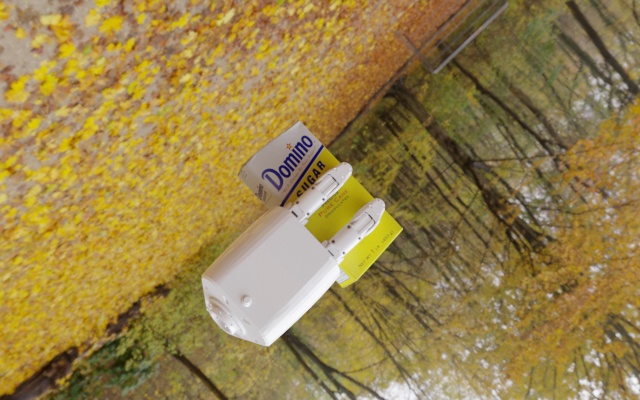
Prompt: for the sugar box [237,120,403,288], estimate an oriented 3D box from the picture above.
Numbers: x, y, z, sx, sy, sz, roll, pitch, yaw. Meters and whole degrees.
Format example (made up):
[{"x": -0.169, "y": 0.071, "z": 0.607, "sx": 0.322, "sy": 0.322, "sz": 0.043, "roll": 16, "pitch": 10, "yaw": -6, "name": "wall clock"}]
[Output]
[{"x": 0.000, "y": 0.002, "z": 0.544, "sx": 0.093, "sy": 0.176, "sz": 0.048, "roll": -43, "pitch": 1, "yaw": -30, "name": "sugar box"}]
